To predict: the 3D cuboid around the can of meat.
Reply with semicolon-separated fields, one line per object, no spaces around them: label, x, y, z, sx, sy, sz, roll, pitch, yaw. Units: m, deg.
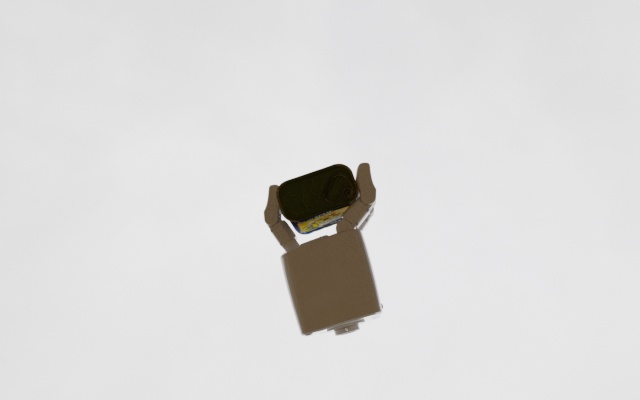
can of meat;0.000;0.002;0.640;0.102;0.057;0.084;-19;-19;0
